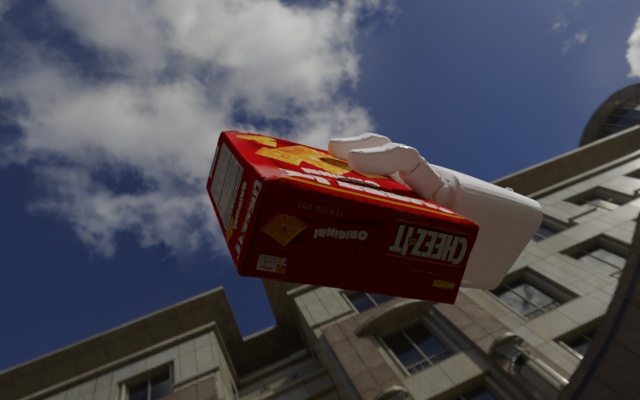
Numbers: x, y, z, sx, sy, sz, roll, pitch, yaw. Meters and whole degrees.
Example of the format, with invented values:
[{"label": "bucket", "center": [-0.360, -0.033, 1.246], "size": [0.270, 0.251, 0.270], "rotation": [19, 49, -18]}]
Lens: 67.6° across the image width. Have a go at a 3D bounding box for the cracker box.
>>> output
[{"label": "cracker box", "center": [0.000, 0.001, 0.406], "size": [0.164, 0.072, 0.213], "rotation": [11, 12, -21]}]
